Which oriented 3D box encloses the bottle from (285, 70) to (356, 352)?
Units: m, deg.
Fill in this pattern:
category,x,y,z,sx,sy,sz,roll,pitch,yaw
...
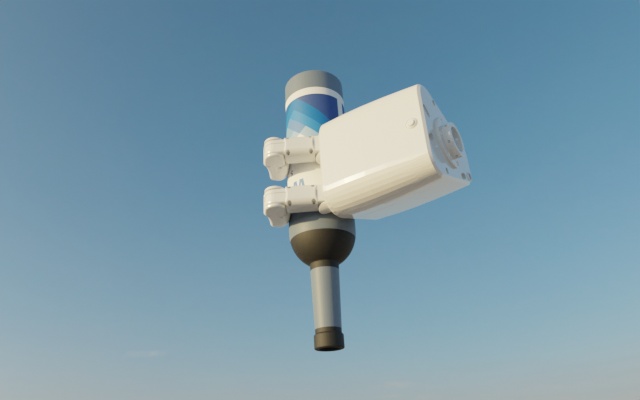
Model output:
category,x,y,z,sx,sy,sz,roll,pitch,yaw
bottle,0.000,0.001,0.492,0.069,0.295,0.069,-3,-26,-1
